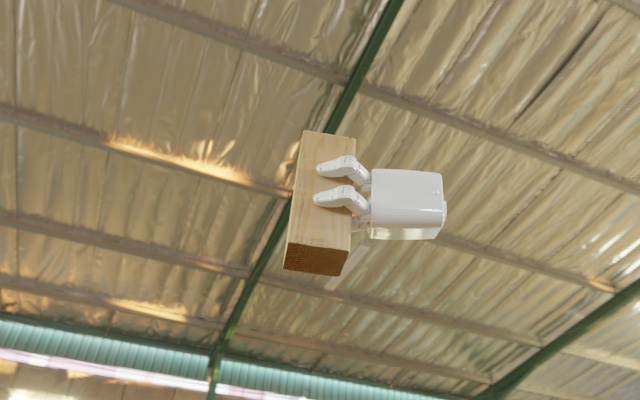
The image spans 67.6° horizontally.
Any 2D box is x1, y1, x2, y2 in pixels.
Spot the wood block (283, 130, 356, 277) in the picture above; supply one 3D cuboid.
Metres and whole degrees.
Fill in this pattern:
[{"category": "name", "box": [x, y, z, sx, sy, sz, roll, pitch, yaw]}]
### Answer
[{"category": "wood block", "box": [0.000, 0.003, 0.746, 0.090, 0.206, 0.091, 9, -34, -4]}]
